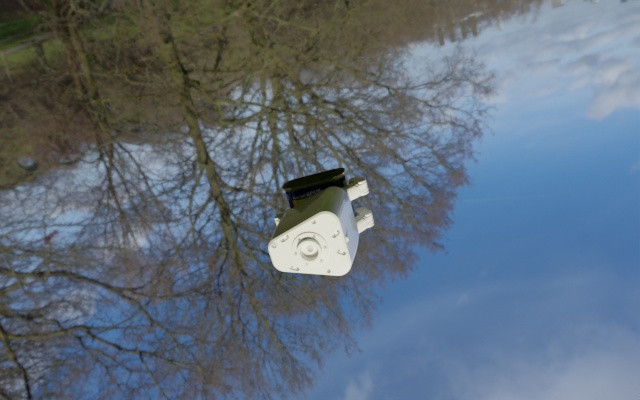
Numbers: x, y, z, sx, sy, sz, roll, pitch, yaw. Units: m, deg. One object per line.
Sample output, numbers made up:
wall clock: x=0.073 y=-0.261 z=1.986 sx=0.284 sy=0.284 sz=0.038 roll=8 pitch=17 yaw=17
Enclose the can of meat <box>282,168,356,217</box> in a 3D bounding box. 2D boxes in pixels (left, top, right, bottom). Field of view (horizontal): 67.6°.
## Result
can of meat: x=0.000 y=0.003 z=0.763 sx=0.102 sy=0.084 sz=0.057 roll=-14 pitch=15 yaw=9
